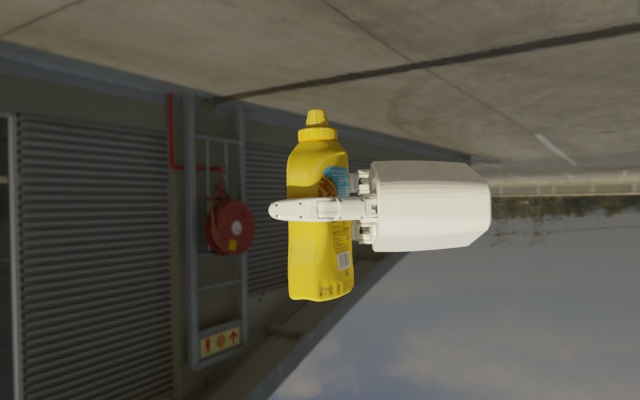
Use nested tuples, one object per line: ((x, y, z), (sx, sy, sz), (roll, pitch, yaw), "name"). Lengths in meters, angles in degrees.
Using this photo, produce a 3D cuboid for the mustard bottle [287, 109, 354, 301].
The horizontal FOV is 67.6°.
((0.000, 0.002, 0.498), (0.058, 0.191, 0.096), (-1, 0, 27), "mustard bottle")
